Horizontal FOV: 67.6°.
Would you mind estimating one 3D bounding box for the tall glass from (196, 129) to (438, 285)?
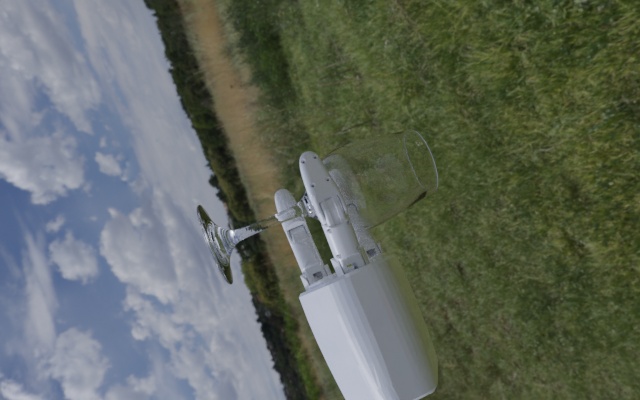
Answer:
[{"bbox_3d":[-0.001,0.001,0.423,0.201,0.079,0.079,-22,2,-6],"label":"tall glass"}]
